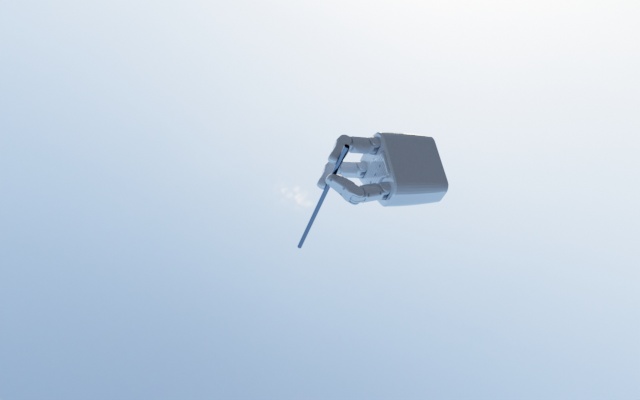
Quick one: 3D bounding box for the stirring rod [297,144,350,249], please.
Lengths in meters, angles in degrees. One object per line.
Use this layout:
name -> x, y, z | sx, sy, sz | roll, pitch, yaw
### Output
stirring rod -> 0.000, 0.002, 0.750 | 0.011, 0.011, 0.240 | 0, -40, -24
